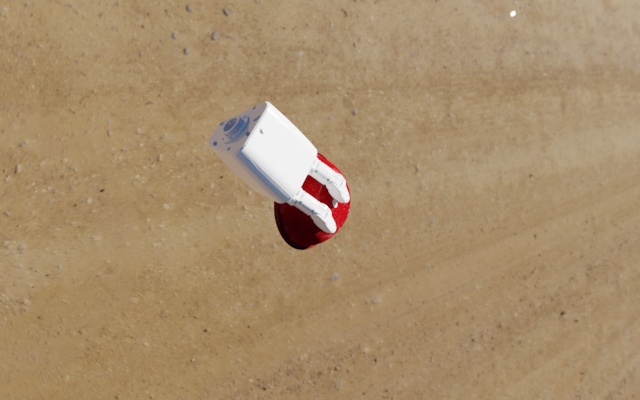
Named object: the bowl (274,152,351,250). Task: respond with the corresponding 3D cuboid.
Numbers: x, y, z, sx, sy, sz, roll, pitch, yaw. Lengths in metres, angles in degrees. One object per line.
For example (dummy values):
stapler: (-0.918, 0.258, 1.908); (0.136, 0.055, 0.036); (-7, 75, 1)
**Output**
bowl: (0.001, 0.003, 0.756); (0.055, 0.162, 0.162); (7, 4, 37)
